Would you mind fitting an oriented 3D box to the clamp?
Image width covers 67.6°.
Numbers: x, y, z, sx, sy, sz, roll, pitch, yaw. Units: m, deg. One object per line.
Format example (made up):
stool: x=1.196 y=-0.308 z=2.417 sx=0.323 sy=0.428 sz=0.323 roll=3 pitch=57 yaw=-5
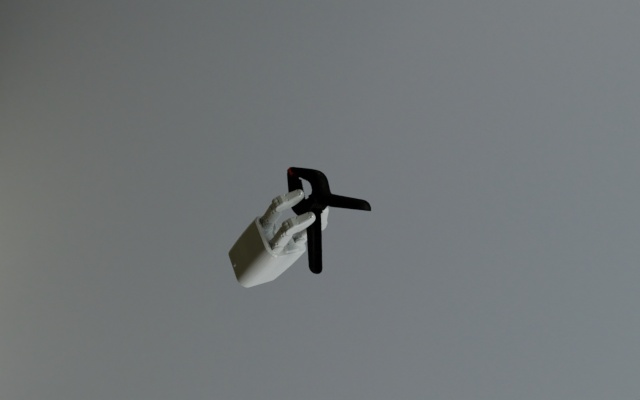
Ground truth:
clamp: x=0.000 y=0.003 z=0.862 sx=0.036 sy=0.209 sz=0.165 roll=14 pitch=-51 yaw=-44
